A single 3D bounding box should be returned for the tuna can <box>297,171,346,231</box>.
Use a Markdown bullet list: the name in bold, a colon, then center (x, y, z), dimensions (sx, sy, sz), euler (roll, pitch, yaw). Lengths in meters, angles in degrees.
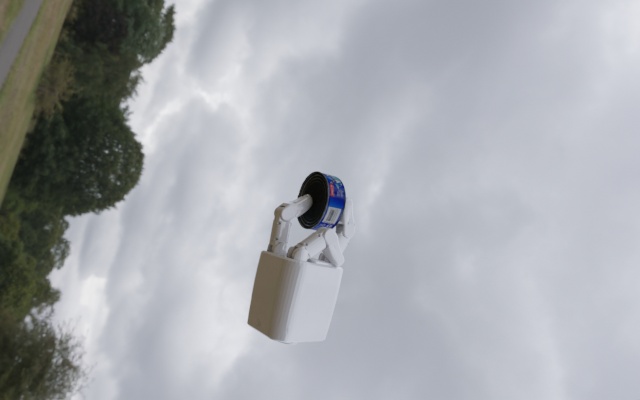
- **tuna can**: center (0.001, 0.002, 0.702), dimensions (0.034, 0.086, 0.086), euler (12, -7, -31)
